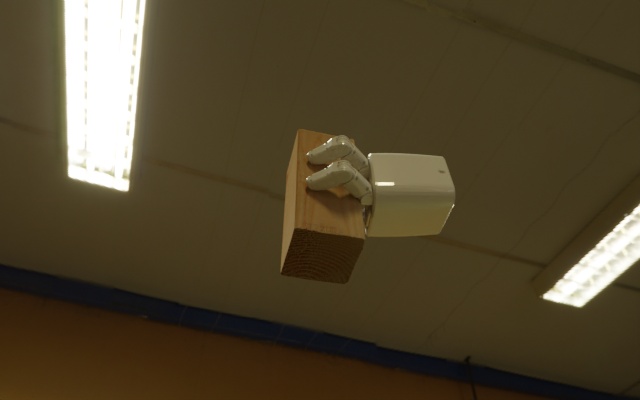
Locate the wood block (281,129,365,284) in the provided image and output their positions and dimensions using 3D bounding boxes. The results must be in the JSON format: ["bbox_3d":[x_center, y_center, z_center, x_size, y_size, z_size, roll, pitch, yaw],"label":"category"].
[{"bbox_3d":[0.000,0.002,0.661,0.090,0.091,0.206,10,41,-9],"label":"wood block"}]
